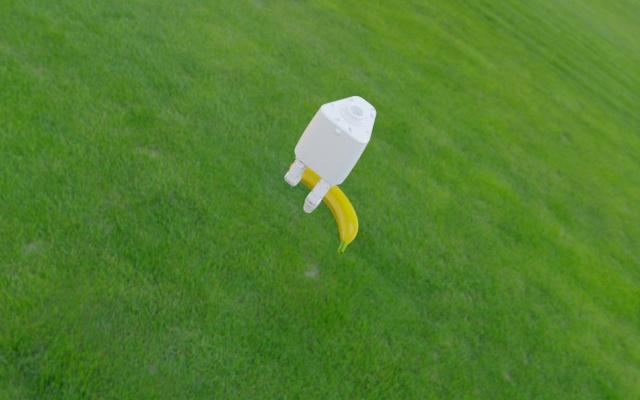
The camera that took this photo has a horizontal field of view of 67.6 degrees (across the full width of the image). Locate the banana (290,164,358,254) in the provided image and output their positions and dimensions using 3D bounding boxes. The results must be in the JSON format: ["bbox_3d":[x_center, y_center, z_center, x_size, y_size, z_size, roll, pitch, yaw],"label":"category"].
[{"bbox_3d":[0.016,0.001,0.890,0.069,0.197,0.037,-17,-24,-36],"label":"banana"}]
